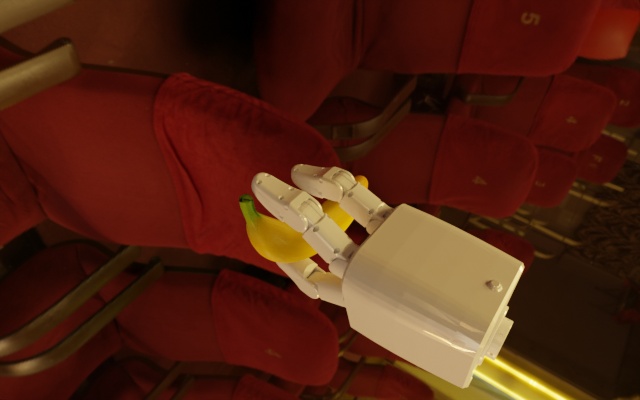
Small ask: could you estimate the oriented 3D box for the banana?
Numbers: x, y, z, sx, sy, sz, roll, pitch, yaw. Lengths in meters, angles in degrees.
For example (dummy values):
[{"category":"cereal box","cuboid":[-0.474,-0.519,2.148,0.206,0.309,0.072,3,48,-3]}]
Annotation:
[{"category":"banana","cuboid":[-0.006,0.019,0.456,0.037,0.070,0.198,25,20,27]}]
